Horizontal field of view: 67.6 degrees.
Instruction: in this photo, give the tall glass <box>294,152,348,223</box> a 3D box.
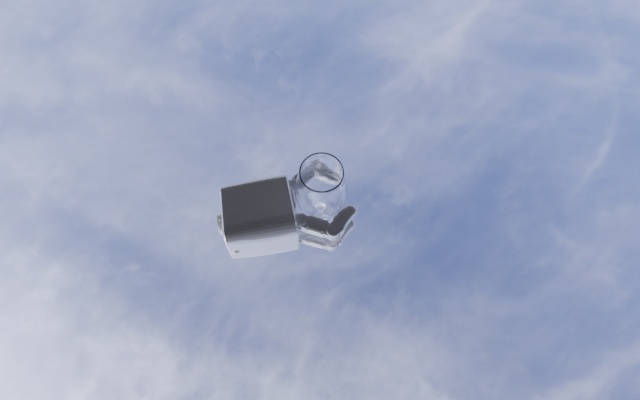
[{"bbox_3d":[0.000,0.003,0.736,0.079,0.079,0.201,0,-24,-1],"label":"tall glass"}]
